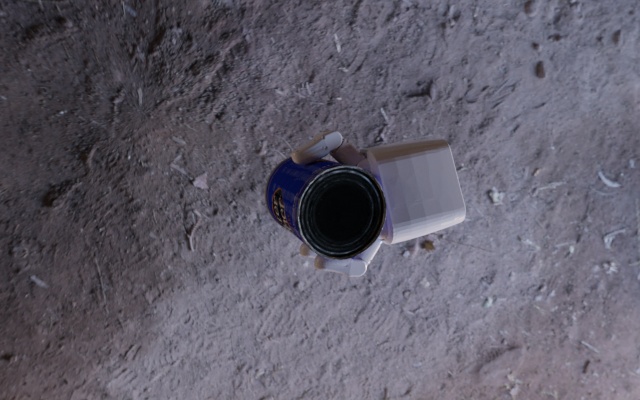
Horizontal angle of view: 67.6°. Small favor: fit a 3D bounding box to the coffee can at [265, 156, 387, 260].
[{"bbox_3d":[0.000,0.002,0.564,0.103,0.103,0.140,0,10,-20],"label":"coffee can"}]
